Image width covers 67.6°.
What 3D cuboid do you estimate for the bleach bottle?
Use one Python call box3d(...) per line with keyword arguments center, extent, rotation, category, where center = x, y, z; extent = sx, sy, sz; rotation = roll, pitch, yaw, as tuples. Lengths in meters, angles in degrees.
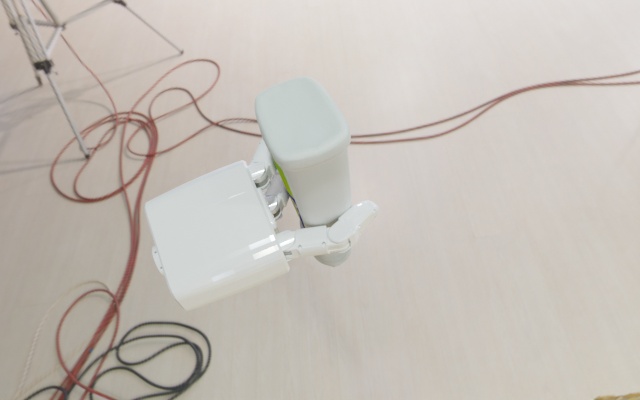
box3d(center=(0.000, 0.001, 0.493), extent=(0.068, 0.102, 0.251), rotation=(-22, -38, -6), category="bleach bottle")
